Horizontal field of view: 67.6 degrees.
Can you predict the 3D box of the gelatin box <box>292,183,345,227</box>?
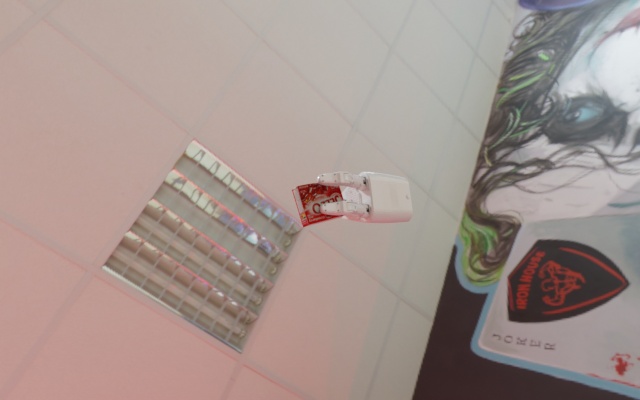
[{"bbox_3d":[0.000,0.003,0.876,0.089,0.073,0.030,-13,-7,-30],"label":"gelatin box"}]
